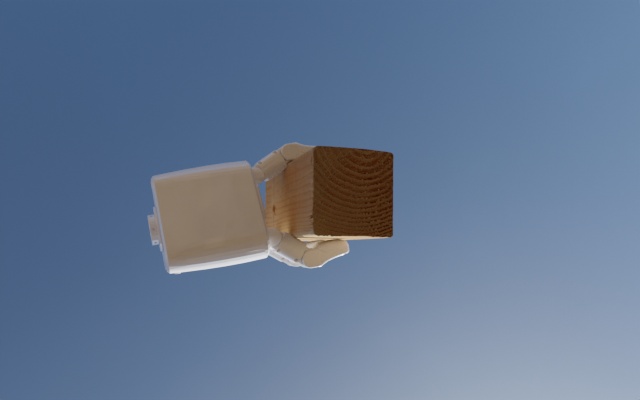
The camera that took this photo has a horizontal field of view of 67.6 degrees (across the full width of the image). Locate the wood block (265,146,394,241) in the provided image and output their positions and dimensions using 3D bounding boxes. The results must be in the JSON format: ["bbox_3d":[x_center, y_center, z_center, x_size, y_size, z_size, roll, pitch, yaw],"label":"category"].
[{"bbox_3d":[0.000,0.002,0.571,0.090,0.091,0.206,3,-6,-20],"label":"wood block"}]
